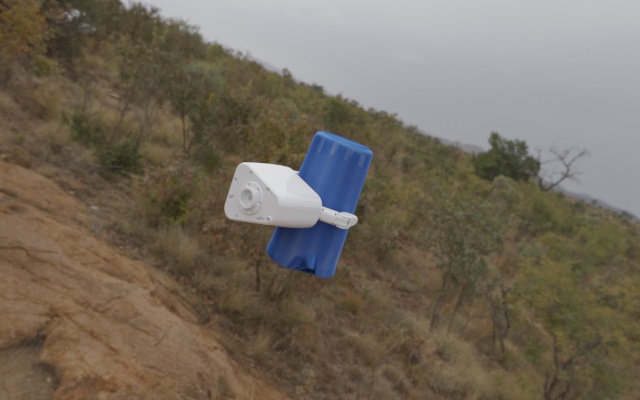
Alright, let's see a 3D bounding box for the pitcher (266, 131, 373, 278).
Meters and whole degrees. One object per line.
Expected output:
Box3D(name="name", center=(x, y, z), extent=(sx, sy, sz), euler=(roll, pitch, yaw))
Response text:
Box3D(name="pitcher", center=(0.000, 0.003, 0.864), extent=(0.149, 0.243, 0.145), euler=(27, 13, 32))
